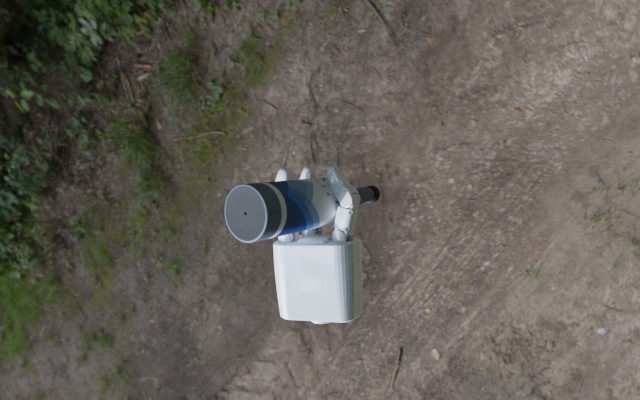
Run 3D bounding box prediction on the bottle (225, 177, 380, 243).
[{"bbox_3d":[0.000,0.002,0.653,0.069,0.069,0.295,0,5,35],"label":"bottle"}]
